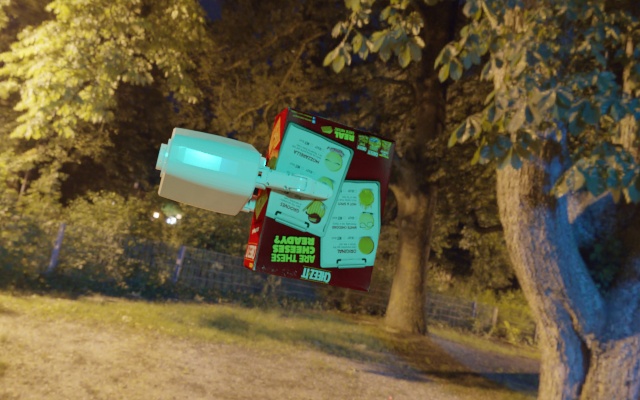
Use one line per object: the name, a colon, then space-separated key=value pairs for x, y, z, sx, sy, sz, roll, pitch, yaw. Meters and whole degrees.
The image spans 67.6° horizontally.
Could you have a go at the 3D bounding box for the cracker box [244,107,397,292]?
cracker box: x=0.000 y=0.002 z=0.650 sx=0.164 sy=0.213 sz=0.072 roll=14 pitch=-7 yaw=-19
